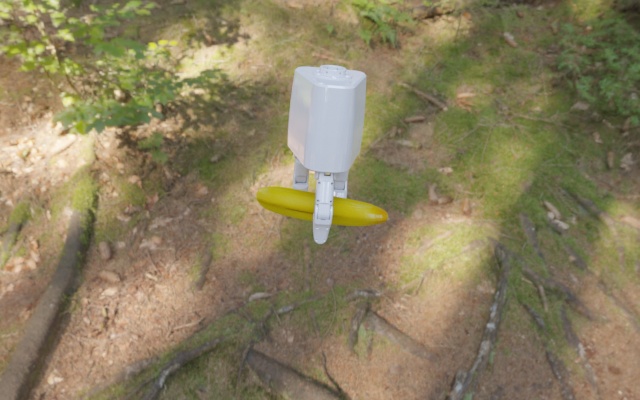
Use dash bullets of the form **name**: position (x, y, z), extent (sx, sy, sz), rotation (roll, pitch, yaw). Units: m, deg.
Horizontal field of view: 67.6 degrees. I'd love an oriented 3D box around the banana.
- **banana**: position (-0.010, 0.005, 0.646), extent (0.198, 0.037, 0.069), rotation (11, 15, 19)
